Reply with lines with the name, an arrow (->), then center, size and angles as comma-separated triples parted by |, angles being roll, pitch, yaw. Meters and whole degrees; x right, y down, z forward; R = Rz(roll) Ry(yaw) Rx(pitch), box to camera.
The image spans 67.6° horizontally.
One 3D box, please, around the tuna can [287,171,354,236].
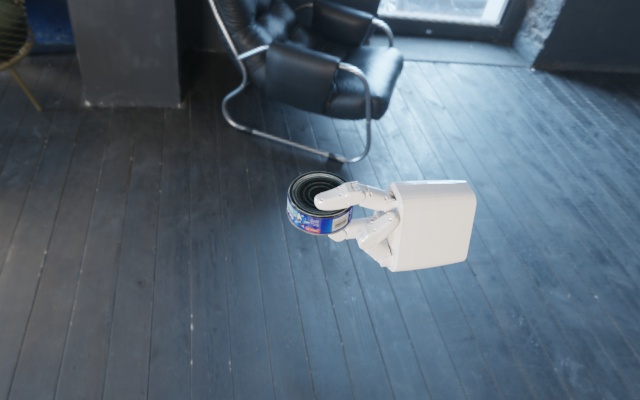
tuna can -> 0.000, 0.002, 0.607 | 0.086, 0.034, 0.086 | 2, 45, -2
